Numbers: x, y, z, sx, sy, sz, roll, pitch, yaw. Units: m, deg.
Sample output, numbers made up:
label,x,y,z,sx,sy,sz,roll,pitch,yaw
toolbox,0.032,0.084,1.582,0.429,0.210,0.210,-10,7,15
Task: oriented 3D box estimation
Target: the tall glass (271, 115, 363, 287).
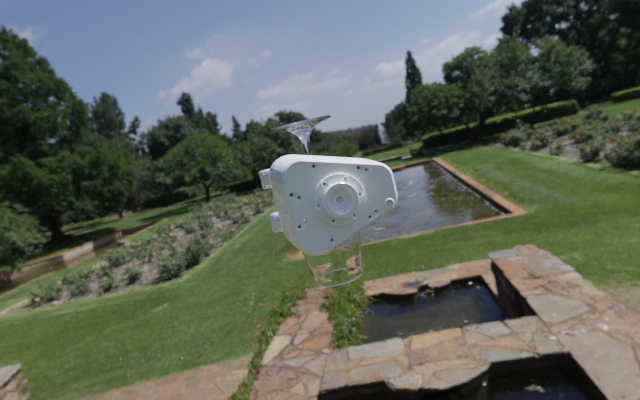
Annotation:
label,x,y,z,sx,sy,sz,roll,pitch,yaw
tall glass,0.000,0.001,0.589,0.079,0.201,0.079,-14,7,2
